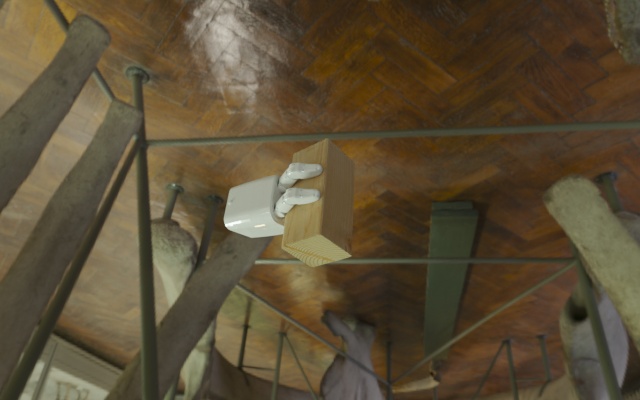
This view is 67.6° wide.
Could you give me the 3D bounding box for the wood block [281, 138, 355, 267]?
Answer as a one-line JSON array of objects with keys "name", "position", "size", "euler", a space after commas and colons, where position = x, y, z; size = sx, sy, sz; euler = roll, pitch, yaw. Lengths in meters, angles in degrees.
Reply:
[{"name": "wood block", "position": [0.000, 0.003, 0.871], "size": [0.090, 0.206, 0.091], "euler": [-21, -41, 32]}]
